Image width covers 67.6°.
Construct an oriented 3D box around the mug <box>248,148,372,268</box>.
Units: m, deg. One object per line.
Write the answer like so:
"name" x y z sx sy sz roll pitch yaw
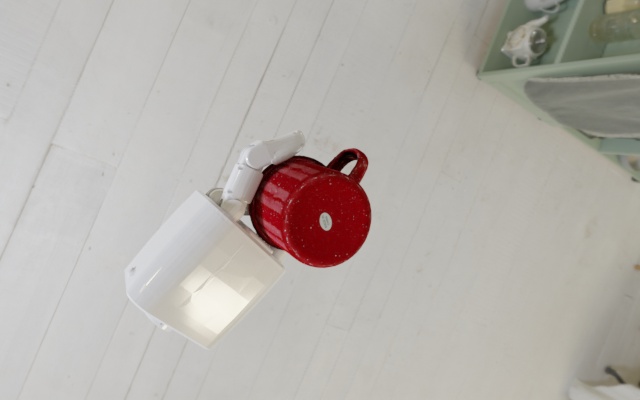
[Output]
"mug" 0.001 0.000 0.421 0.093 0.117 0.081 46 -9 -23
